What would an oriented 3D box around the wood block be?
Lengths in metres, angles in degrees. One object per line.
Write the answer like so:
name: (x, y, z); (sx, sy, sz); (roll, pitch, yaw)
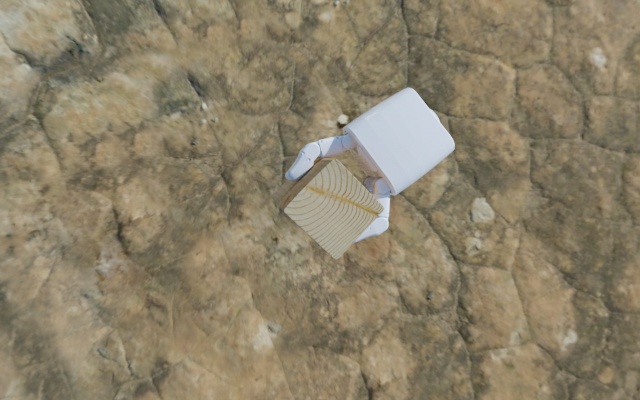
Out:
wood block: (0.000, 0.002, 0.665); (0.091, 0.090, 0.206); (45, -3, -10)
